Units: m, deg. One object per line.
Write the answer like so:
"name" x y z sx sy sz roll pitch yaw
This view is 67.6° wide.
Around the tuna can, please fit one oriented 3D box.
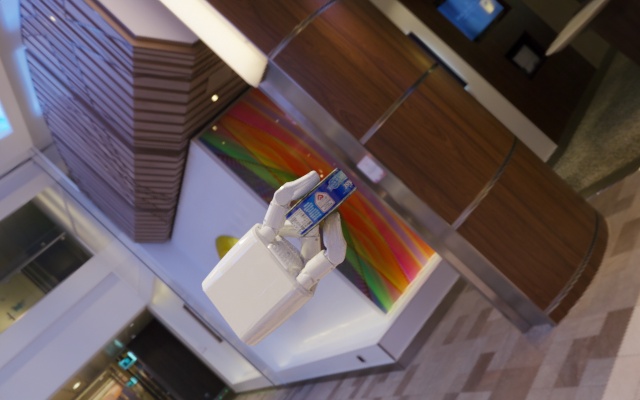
"tuna can" 0.000 0.001 0.551 0.086 0.034 0.086 -42 0 0
